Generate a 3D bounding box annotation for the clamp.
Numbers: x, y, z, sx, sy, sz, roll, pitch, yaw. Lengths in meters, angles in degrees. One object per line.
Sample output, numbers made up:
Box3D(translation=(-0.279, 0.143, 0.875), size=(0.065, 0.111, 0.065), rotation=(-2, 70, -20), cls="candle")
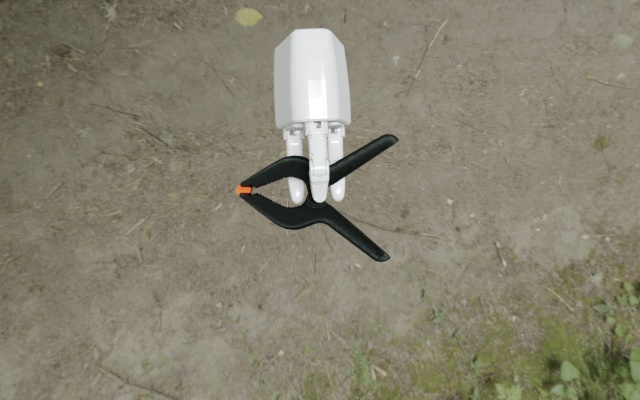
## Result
Box3D(translation=(0.000, 0.002, 0.611), size=(0.210, 0.164, 0.036), rotation=(-3, 2, -3), cls="clamp")
